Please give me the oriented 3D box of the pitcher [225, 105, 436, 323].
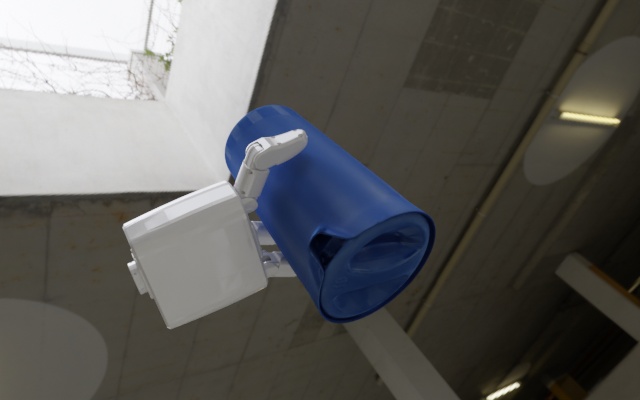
[{"bbox_3d":[0.000,0.002,0.512,0.145,0.149,0.242,-24,48,-21],"label":"pitcher"}]
